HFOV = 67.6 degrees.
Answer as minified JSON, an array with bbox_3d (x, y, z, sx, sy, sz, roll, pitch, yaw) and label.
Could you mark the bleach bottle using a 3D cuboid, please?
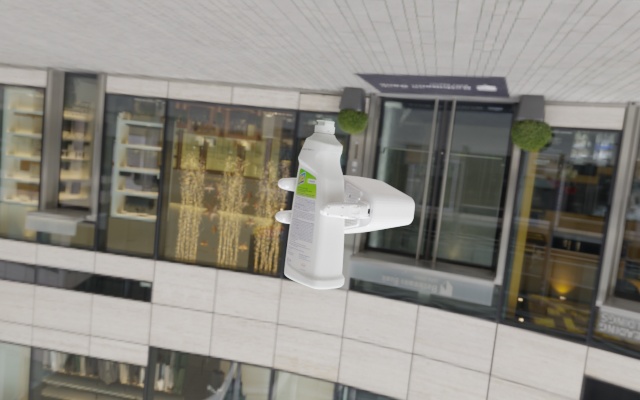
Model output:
[{"bbox_3d":[0.000,0.002,0.743,0.068,0.251,0.102,2,6,-40],"label":"bleach bottle"}]
